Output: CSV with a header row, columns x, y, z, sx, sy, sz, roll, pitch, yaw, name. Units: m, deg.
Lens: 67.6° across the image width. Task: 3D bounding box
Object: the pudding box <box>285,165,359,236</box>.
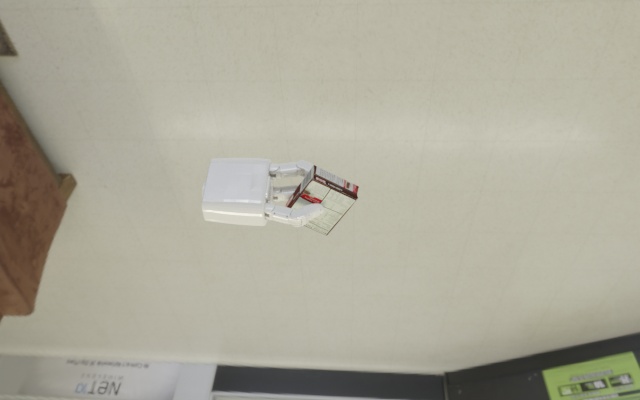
x,y,z,sx,sy,sz,roll,pitch,yaw,name
0.000,0.003,0.830,0.090,0.039,0.113,24,-47,-16,pudding box
